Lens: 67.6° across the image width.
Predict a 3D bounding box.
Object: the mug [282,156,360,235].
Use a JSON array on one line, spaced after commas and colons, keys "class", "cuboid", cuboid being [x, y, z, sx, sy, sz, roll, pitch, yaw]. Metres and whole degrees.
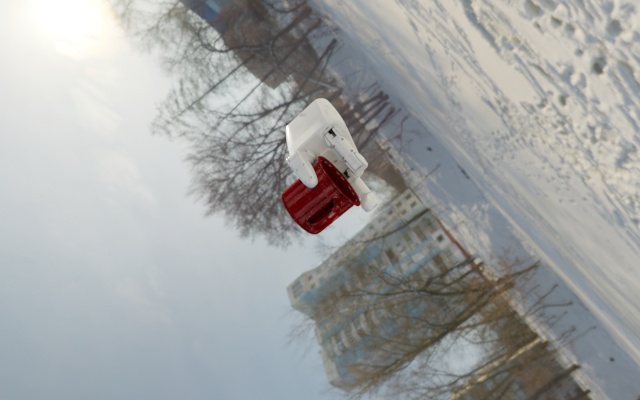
[{"class": "mug", "cuboid": [0.000, 0.003, 0.688, 0.093, 0.081, 0.117, 42, 17, -30]}]
